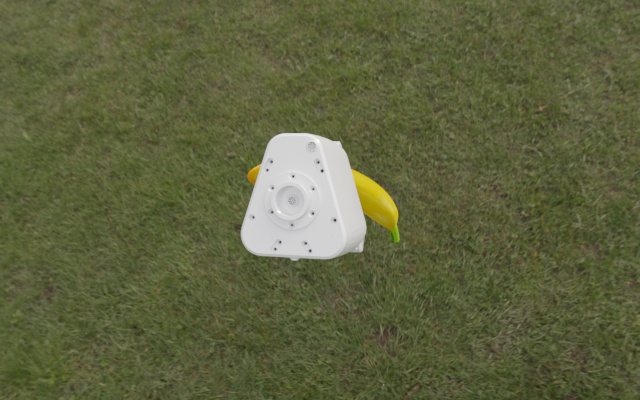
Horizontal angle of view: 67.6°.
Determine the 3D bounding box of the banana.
[{"bbox_3d":[0.009,-0.012,0.552,0.198,0.070,0.037,24,27,6],"label":"banana"}]
